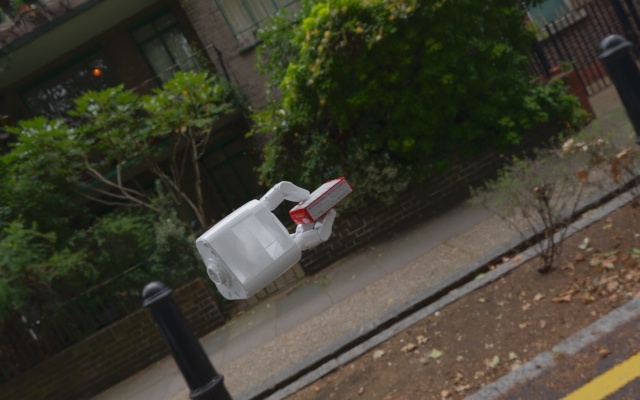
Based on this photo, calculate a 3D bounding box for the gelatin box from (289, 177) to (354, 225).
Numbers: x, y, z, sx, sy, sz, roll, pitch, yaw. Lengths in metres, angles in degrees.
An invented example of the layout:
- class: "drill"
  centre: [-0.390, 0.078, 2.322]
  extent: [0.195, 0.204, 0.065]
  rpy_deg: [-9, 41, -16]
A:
- class: "gelatin box"
  centre: [0.000, 0.002, 0.763]
  extent: [0.089, 0.030, 0.073]
  rpy_deg: [-39, 9, -21]
